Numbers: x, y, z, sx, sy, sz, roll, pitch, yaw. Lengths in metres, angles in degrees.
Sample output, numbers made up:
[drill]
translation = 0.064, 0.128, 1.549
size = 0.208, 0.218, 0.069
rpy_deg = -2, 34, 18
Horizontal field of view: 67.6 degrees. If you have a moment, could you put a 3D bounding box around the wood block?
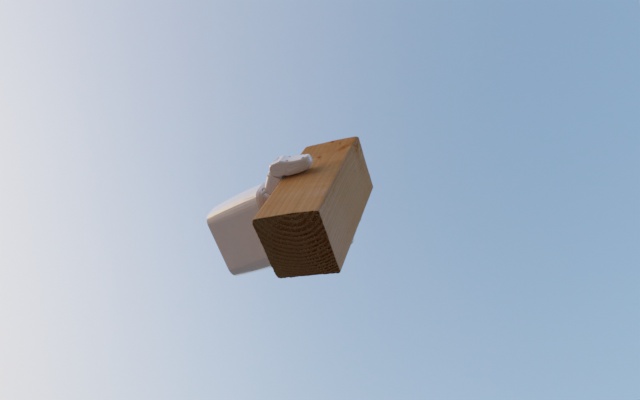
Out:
[wood block]
translation = 0.000, 0.002, 0.643
size = 0.090, 0.091, 0.206
rpy_deg = -9, 28, 23
